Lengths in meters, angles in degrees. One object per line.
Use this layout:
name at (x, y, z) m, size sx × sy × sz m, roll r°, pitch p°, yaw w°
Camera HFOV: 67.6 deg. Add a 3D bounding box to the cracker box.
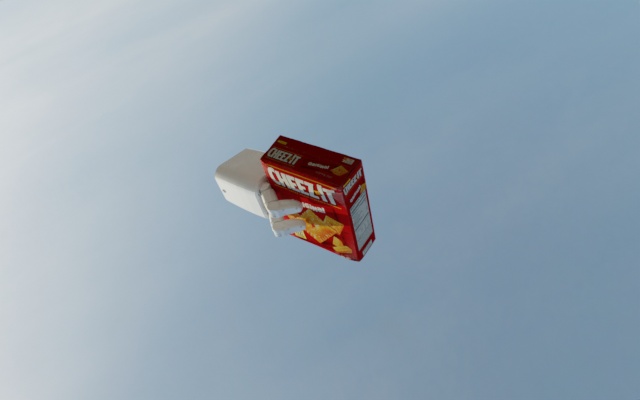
cracker box at (0.000, 0.003, 0.838) m, size 0.164 × 0.072 × 0.214 m, roll 20°, pitch -32°, yaw 28°
